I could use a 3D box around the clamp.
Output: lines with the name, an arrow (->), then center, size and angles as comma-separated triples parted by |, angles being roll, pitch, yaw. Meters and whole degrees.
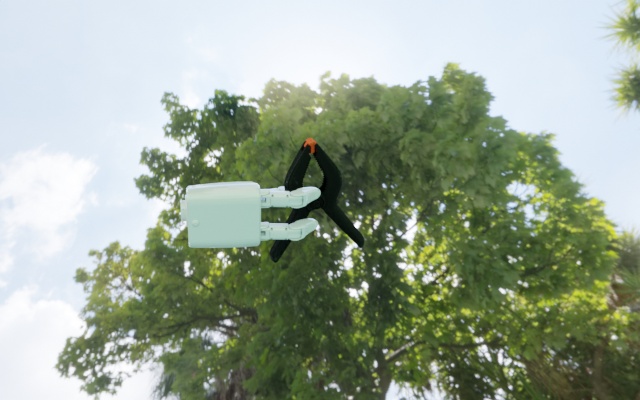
clamp -> 0.000, 0.002, 0.786 | 0.164, 0.210, 0.036 | -2, 22, -15
